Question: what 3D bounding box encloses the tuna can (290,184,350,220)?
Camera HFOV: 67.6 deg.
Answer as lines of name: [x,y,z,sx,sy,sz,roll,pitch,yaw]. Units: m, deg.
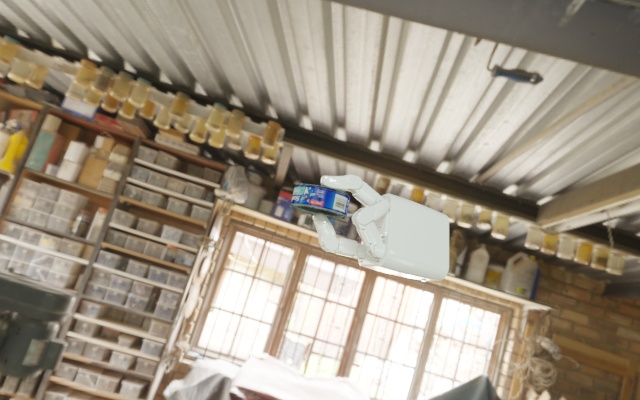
tuna can: [0.000,0.002,0.704,0.086,0.033,0.086,12,-8,2]
